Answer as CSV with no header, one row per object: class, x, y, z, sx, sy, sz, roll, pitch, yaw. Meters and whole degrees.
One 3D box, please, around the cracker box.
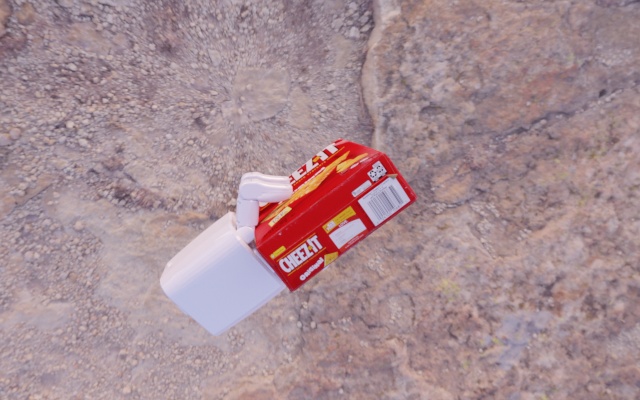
cracker box,0.000,0.002,0.580,0.164,0.072,0.213,-37,15,-1
